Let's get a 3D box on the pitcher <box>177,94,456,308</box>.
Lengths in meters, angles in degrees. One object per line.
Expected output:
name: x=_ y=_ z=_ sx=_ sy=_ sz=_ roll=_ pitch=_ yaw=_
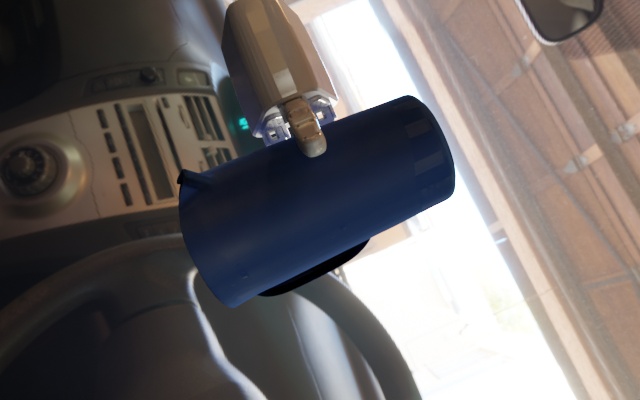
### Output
pitcher: x=0.000 y=0.001 z=0.462 sx=0.243 sy=0.145 sz=0.149 roll=-23 pitch=-4 yaw=1
